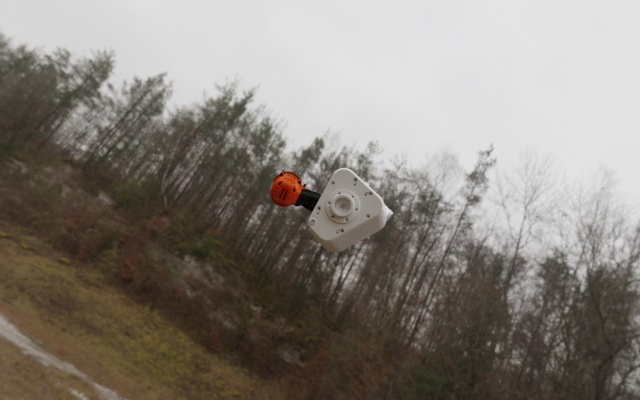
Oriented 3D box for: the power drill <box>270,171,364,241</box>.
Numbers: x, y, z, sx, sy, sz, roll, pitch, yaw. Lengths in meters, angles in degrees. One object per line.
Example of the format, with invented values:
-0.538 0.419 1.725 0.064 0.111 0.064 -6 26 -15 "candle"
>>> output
0.001 0.003 0.869 0.187 0.057 0.184 22 11 -3 "power drill"
